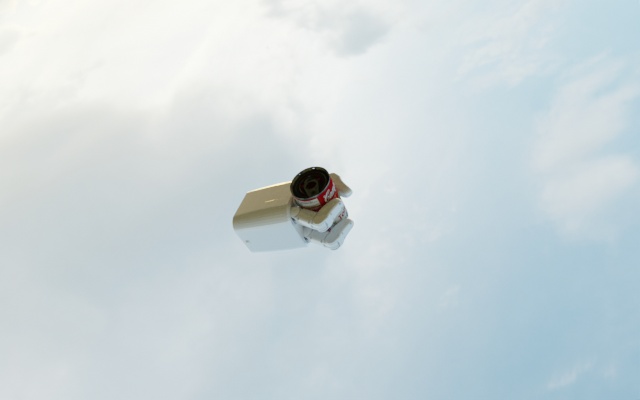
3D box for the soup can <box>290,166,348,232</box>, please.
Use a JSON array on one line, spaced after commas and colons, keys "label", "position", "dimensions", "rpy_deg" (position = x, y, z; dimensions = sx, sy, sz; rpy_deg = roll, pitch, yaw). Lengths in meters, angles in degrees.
[{"label": "soup can", "position": [0.001, 0.003, 0.790], "dimensions": [0.068, 0.068, 0.102], "rpy_deg": [0, -39, 26]}]
